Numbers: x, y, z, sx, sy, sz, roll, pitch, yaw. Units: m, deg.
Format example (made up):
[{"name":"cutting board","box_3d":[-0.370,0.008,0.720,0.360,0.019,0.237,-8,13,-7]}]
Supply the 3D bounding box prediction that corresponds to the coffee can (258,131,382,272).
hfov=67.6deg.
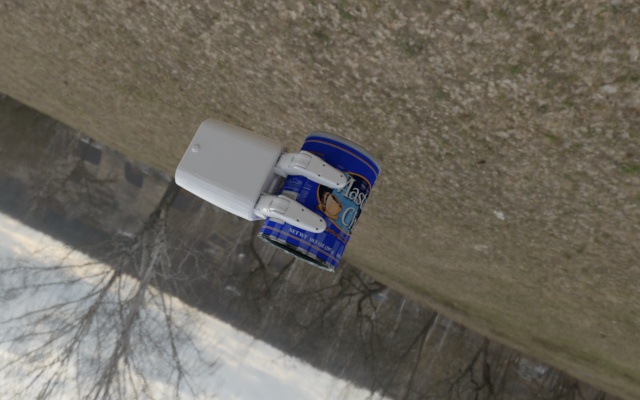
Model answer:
[{"name":"coffee can","box_3d":[0.000,0.002,0.582,0.103,0.140,0.103,24,-12,5]}]
